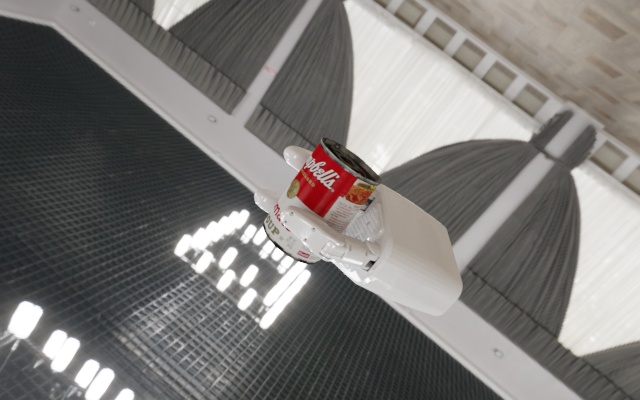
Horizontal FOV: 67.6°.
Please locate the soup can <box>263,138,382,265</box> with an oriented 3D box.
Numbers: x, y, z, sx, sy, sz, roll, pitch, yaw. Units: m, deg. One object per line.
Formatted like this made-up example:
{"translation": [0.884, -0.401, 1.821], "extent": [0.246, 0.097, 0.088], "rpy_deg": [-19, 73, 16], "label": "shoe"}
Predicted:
{"translation": [0.000, 0.002, 0.451], "extent": [0.068, 0.102, 0.068], "rpy_deg": [33, 18, -12], "label": "soup can"}
